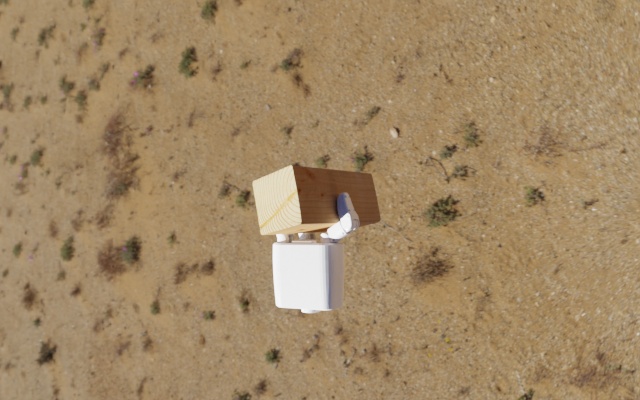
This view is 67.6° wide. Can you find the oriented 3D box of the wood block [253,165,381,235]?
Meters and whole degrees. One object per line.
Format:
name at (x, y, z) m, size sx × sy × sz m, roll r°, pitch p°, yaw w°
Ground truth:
wood block at (0.000, 0.003, 0.792) m, size 0.091 × 0.090 × 0.206 m, roll -18°, pitch -12°, yaw 38°
